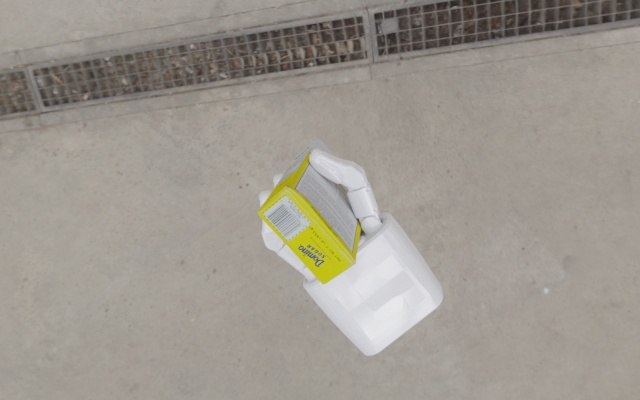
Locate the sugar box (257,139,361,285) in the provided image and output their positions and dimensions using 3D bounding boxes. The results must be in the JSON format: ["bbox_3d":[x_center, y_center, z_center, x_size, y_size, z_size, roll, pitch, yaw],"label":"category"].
[{"bbox_3d":[0.000,0.002,0.496,0.048,0.093,0.176,-37,11,17],"label":"sugar box"}]
